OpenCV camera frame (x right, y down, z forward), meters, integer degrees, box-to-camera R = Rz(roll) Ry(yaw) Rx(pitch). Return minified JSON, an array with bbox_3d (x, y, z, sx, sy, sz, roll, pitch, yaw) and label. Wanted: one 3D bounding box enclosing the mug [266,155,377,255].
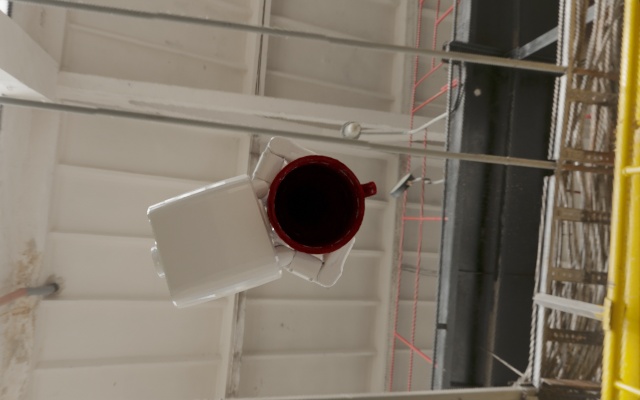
[{"bbox_3d":[0.001,0.001,0.485,0.117,0.093,0.081,-19,2,-12],"label":"mug"}]
